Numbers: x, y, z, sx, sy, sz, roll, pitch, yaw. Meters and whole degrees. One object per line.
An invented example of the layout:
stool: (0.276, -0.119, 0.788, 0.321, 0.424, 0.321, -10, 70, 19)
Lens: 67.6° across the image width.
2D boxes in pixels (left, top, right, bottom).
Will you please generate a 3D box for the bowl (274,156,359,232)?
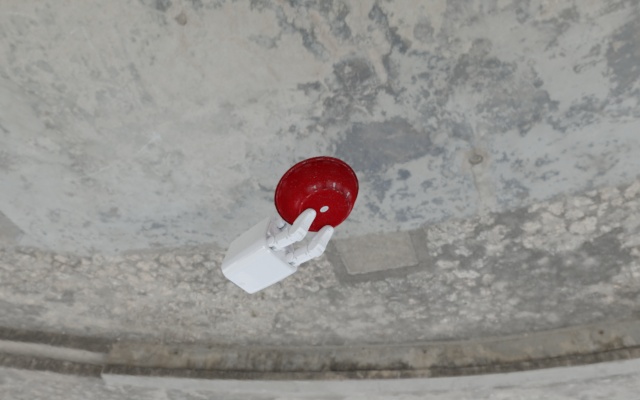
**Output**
bowl: (0.001, 0.002, 0.862, 0.162, 0.162, 0.055, 0, 34, -17)
